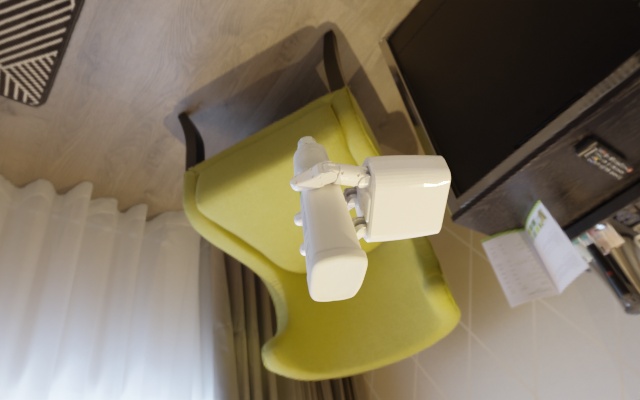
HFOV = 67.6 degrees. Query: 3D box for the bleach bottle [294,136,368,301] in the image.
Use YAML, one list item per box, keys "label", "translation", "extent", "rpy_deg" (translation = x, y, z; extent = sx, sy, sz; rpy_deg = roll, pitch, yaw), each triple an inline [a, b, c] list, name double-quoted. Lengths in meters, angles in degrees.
- label: "bleach bottle"
  translation: [0.000, 0.002, 0.641]
  extent: [0.068, 0.250, 0.103]
  rpy_deg: [-4, -40, -10]
